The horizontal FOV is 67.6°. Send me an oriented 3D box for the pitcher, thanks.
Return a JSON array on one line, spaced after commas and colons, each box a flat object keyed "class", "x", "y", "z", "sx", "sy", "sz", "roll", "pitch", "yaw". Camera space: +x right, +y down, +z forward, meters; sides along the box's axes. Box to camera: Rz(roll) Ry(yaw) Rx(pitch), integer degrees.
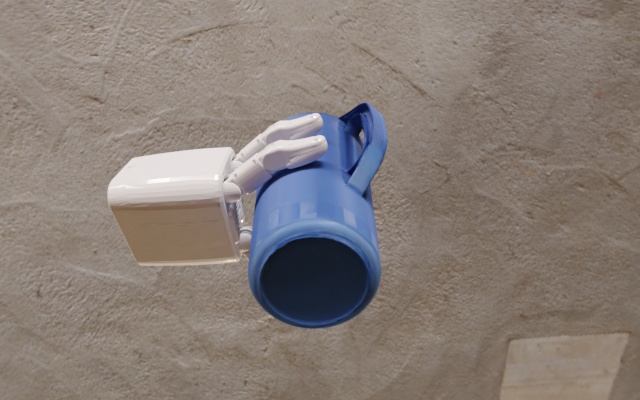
[{"class": "pitcher", "x": 0.000, "y": 0.002, "z": 0.478, "sx": 0.145, "sy": 0.149, "sz": 0.242, "roll": -5, "pitch": 27, "yaw": 1}]
